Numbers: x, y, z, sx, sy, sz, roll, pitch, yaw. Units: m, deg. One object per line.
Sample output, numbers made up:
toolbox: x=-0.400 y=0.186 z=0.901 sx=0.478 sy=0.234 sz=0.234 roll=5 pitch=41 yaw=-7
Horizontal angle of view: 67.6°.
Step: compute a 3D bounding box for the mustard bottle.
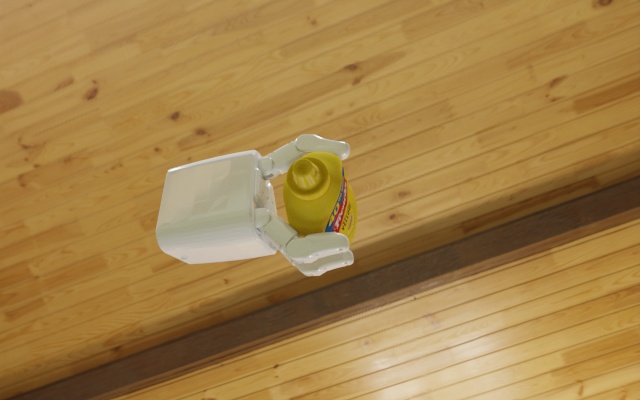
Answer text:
mustard bottle: x=0.000 y=0.002 z=0.515 sx=0.058 sy=0.096 sz=0.192 roll=13 pitch=-16 yaw=15
